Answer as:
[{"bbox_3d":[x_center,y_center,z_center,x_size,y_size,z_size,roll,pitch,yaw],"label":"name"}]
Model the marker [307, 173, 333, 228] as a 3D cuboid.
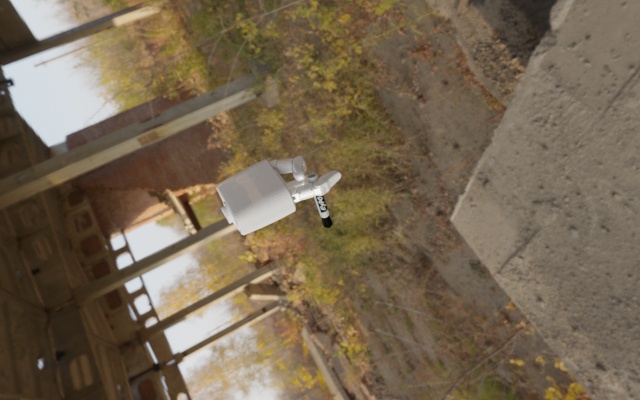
[{"bbox_3d":[0.000,0.003,0.886,0.020,0.121,0.020,-12,34,8],"label":"marker"}]
